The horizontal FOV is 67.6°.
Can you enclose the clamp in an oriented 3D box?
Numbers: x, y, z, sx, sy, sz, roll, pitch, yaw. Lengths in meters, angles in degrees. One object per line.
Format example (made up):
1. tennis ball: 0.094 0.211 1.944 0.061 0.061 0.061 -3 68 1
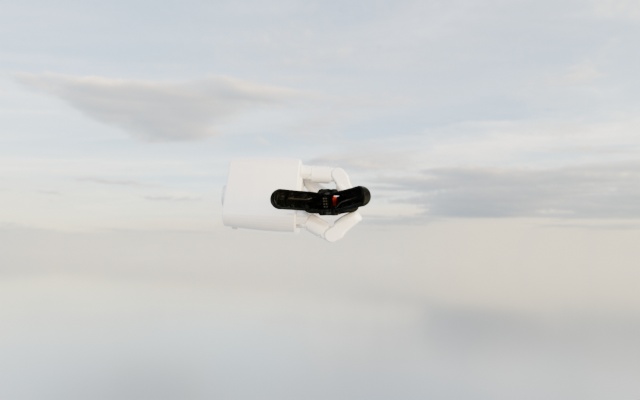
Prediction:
1. clamp: 0.000 0.001 0.634 0.120 0.039 0.171 5 -7 1
